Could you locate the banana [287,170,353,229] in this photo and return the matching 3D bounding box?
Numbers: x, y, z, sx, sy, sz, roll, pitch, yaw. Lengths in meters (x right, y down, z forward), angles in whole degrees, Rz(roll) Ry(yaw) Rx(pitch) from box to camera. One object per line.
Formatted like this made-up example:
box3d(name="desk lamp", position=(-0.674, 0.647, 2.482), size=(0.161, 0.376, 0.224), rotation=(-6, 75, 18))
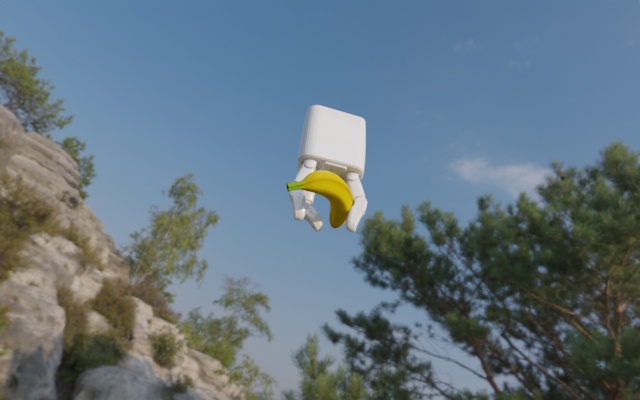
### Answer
box3d(name="banana", position=(0.016, -0.004, 0.753), size=(0.069, 0.037, 0.198), rotation=(-17, -27, 17))
